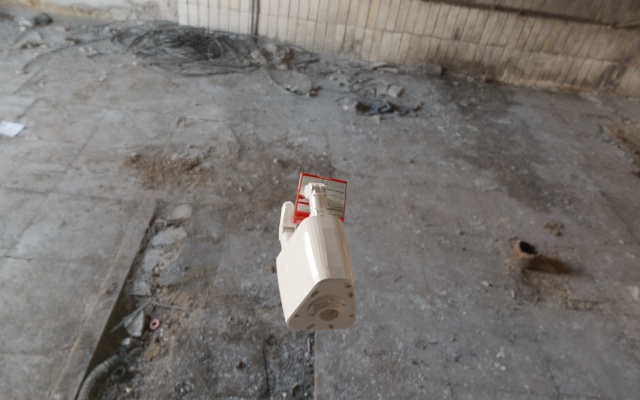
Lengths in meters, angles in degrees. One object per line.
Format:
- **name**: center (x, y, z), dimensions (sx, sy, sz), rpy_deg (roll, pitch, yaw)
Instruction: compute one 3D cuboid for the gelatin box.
- **gelatin box**: center (0.000, 0.002, 0.720), dimensions (0.073, 0.030, 0.089), rpy_deg (10, 44, -3)
